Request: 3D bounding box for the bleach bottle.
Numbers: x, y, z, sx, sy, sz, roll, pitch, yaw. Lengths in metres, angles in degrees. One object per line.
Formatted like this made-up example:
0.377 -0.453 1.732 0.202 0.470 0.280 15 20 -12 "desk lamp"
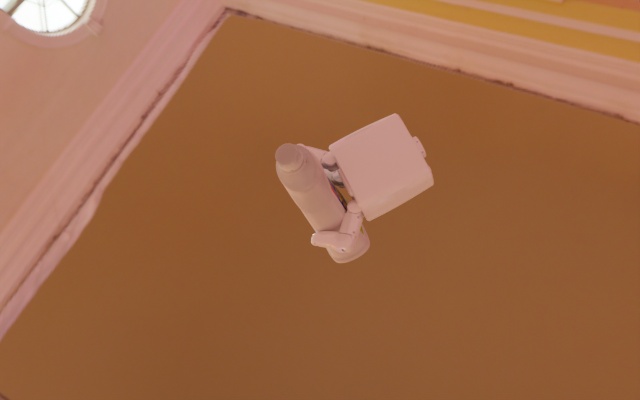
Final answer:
0.000 0.002 0.660 0.068 0.102 0.251 -28 -29 5 "bleach bottle"
